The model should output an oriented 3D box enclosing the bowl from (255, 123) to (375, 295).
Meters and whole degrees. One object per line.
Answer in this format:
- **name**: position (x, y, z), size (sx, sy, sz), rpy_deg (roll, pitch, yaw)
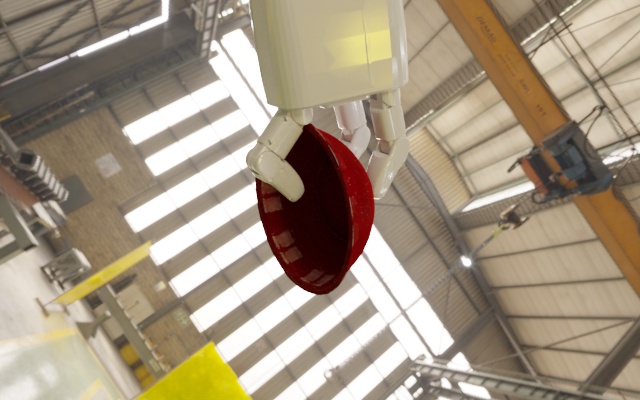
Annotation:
- **bowl**: position (0.000, 0.002, 0.440), size (0.055, 0.162, 0.162), rpy_deg (-12, 7, -33)
